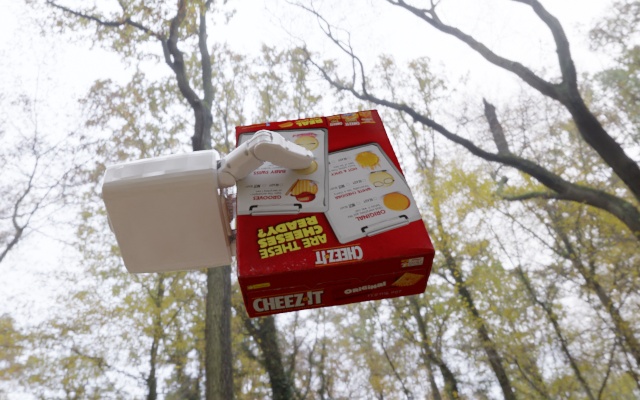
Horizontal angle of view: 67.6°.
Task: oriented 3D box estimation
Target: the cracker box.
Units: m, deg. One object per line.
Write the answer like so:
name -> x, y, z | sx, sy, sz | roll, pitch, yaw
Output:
cracker box -> 0.000, 0.001, 0.478 | 0.164, 0.072, 0.213 | -7, 45, -4
